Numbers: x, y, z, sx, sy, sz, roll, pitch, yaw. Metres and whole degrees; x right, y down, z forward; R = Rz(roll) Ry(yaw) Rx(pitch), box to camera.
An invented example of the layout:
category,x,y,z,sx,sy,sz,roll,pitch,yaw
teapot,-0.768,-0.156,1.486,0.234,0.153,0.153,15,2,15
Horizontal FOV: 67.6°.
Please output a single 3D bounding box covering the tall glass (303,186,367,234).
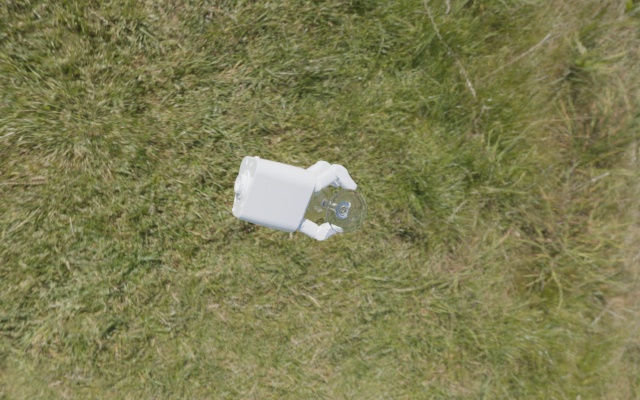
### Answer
category,x,y,z,sx,sy,sz,roll,pitch,yaw
tall glass,0.001,0.003,0.864,0.079,0.079,0.201,0,9,-26
